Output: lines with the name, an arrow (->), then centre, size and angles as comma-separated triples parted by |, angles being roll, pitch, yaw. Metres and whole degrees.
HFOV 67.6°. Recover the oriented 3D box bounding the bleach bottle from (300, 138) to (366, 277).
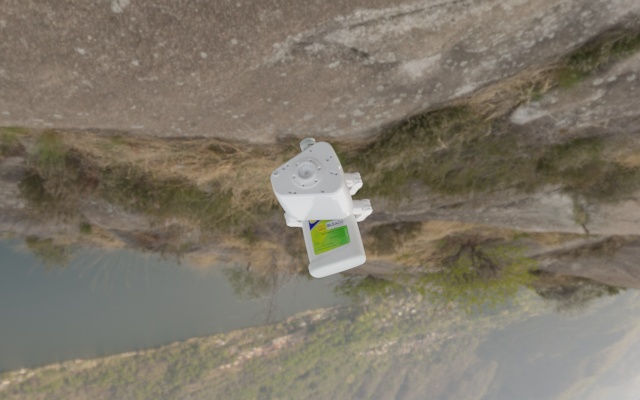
bleach bottle -> 0.000, 0.003, 0.857 | 0.102, 0.250, 0.068 | -18, -22, 4
